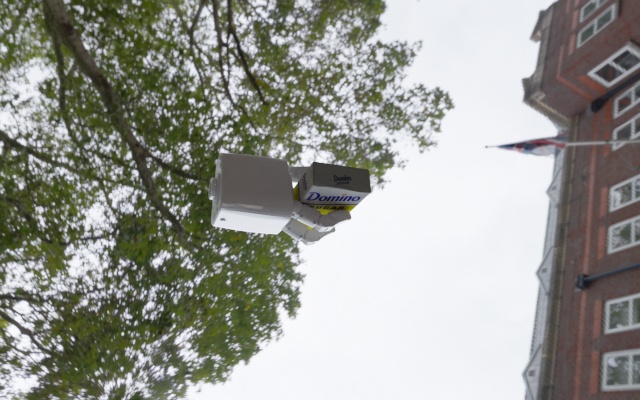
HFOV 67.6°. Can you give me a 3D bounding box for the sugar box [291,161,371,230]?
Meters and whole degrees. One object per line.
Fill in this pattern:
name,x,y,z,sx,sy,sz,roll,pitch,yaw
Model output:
sugar box,0.000,0.003,0.756,0.093,0.048,0.176,7,-25,-20
